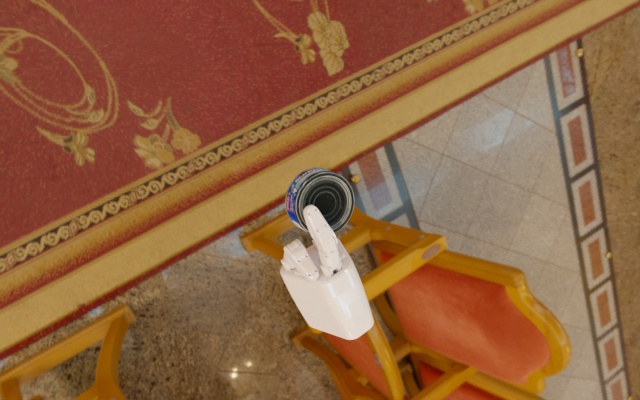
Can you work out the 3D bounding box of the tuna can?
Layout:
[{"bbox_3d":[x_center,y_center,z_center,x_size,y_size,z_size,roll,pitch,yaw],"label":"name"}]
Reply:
[{"bbox_3d":[0.000,0.002,0.614,0.086,0.086,0.033,0,10,-25],"label":"tuna can"}]
